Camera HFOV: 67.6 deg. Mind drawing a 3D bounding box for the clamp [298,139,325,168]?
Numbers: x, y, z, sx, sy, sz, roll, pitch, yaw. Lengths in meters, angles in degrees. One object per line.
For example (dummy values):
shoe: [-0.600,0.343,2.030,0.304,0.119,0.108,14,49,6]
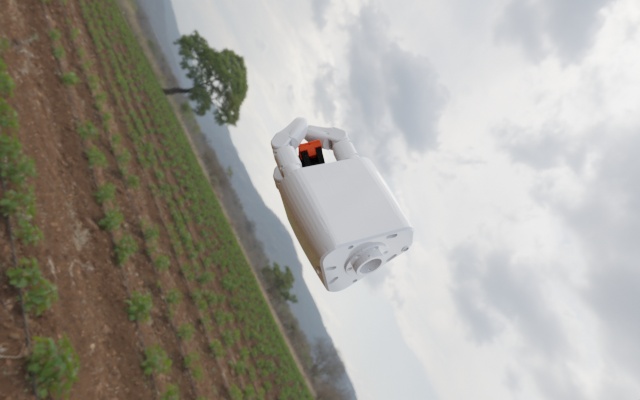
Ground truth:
clamp: [0.001,0.002,0.610,0.039,0.120,0.172,-22,-36,-8]
